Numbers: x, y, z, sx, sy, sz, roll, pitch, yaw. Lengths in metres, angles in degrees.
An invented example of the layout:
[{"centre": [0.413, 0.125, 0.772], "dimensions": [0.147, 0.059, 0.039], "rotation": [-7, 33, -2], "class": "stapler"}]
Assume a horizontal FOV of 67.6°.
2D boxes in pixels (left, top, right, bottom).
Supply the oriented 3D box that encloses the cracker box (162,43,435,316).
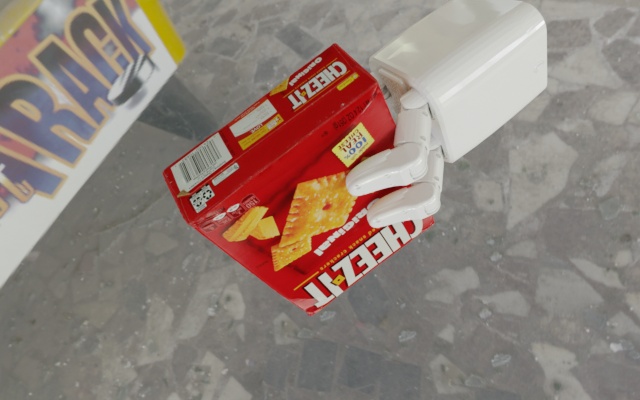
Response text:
[{"centre": [0.000, 0.001, 0.417], "dimensions": [0.164, 0.072, 0.214], "rotation": [-36, -38, 1], "class": "cracker box"}]
